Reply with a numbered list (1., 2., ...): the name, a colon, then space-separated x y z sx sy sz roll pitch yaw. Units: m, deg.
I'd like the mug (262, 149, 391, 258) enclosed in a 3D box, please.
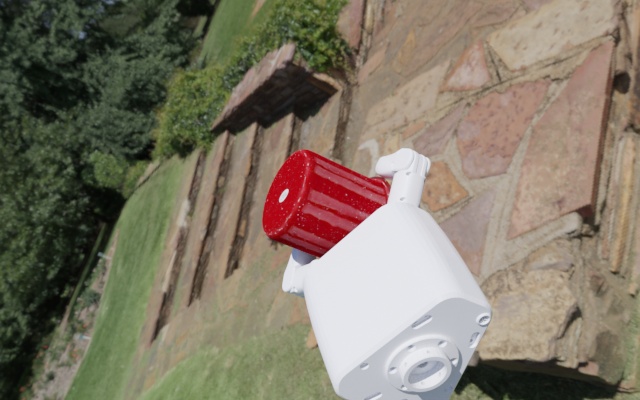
1. mug: 0.000 0.001 0.425 0.081 0.093 0.117 23 21 -24
